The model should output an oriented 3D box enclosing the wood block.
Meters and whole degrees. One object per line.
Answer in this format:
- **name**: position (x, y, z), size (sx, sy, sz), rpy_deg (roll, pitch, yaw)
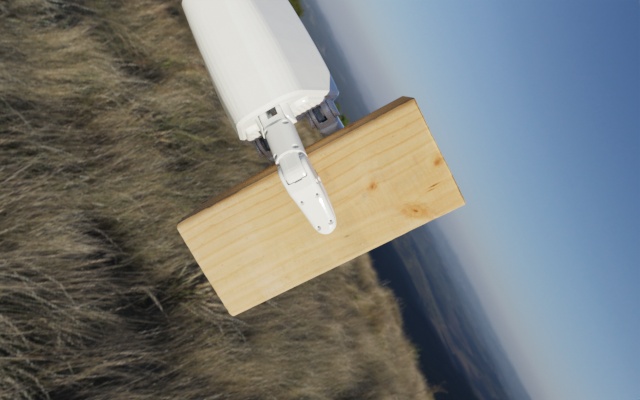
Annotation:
- **wood block**: position (0.000, 0.001, 0.404), size (0.206, 0.090, 0.090), rpy_deg (-27, 10, 10)
